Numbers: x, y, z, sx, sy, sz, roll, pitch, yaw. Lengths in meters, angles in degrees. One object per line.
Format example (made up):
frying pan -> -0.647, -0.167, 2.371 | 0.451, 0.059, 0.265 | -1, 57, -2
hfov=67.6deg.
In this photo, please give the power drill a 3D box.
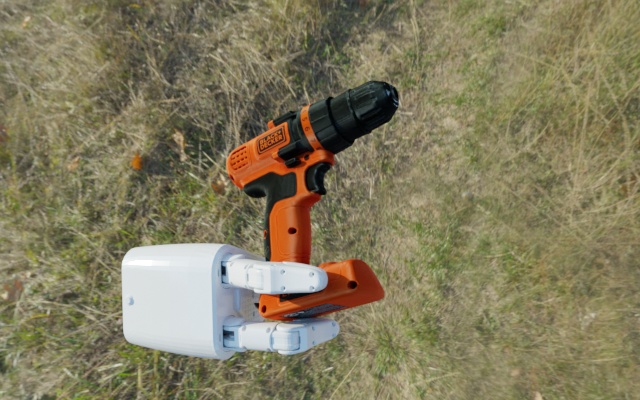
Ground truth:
power drill -> 0.000, 0.002, 0.422 | 0.184, 0.187, 0.057 | -24, -29, 29
